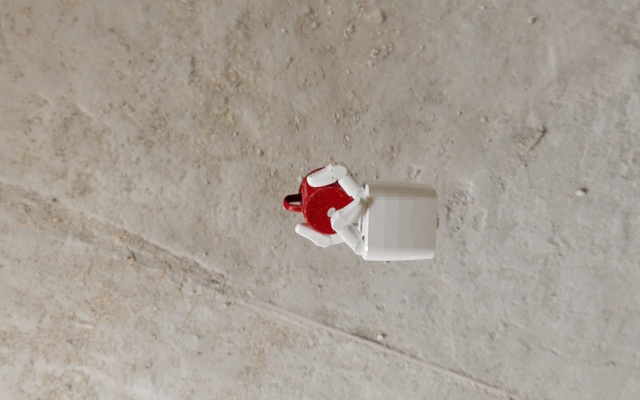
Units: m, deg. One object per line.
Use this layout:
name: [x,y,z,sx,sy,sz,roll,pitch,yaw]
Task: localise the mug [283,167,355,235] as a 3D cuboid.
mug: [-0.001,0.002,0.747,0.117,0.093,0.081,1,19,-4]
